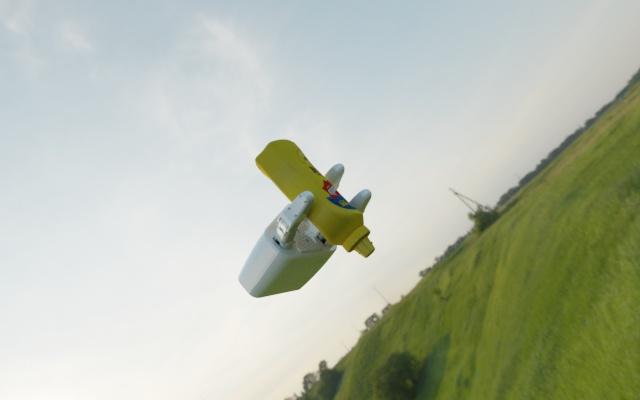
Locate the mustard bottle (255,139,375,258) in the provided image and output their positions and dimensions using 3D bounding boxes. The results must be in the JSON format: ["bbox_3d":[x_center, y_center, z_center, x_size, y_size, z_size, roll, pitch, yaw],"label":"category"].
[{"bbox_3d":[0.000,0.002,0.635,0.191,0.058,0.096,47,11,15],"label":"mustard bottle"}]
